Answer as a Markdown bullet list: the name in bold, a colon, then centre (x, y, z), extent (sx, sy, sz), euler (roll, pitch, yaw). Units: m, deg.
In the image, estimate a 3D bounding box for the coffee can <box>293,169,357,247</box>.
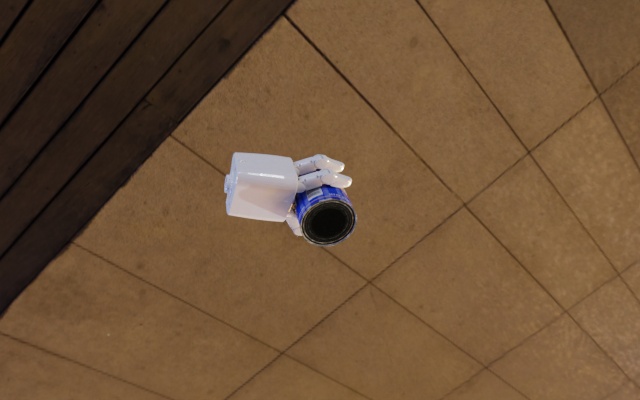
- **coffee can**: centre (0.000, 0.003, 0.888), extent (0.103, 0.103, 0.140), euler (0, 33, -14)
